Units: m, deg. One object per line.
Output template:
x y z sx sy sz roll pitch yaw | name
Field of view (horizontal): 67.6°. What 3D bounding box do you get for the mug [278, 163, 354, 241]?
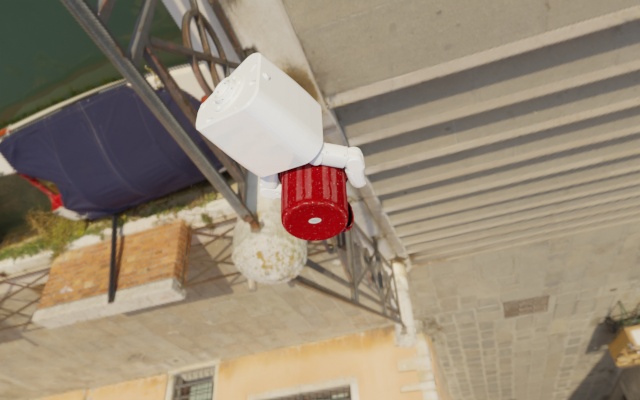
0.001 0.003 0.603 0.093 0.081 0.117 -30 -47 30 | mug
